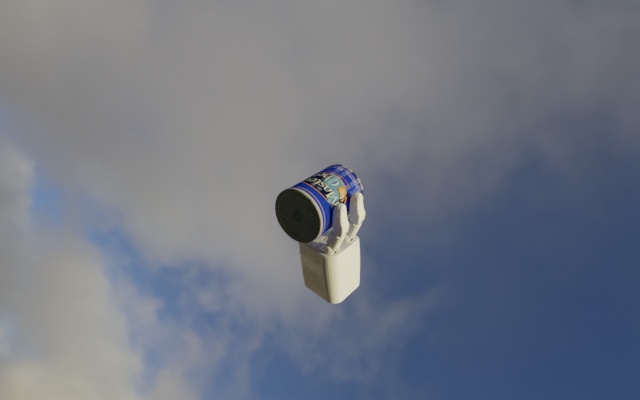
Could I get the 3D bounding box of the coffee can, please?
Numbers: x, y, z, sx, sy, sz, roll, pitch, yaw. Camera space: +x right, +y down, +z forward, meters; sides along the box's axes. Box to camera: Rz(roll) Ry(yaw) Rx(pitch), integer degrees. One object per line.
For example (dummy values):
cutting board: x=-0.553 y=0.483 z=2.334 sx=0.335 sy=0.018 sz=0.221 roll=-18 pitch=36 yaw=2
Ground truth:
coffee can: x=0.000 y=0.003 z=0.879 sx=0.103 sy=0.103 sz=0.140 roll=0 pitch=21 yaw=39
